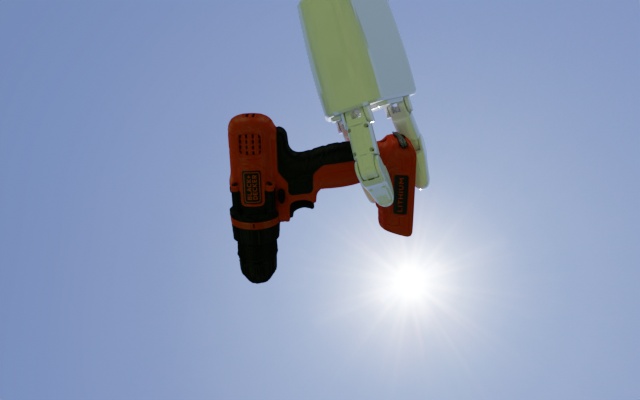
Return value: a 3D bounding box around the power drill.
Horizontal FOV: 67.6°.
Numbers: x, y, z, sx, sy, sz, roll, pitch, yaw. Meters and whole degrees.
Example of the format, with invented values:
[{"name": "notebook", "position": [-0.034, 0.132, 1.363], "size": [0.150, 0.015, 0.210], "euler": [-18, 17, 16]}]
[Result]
[{"name": "power drill", "position": [0.001, 0.001, 0.493], "size": [0.187, 0.184, 0.057], "euler": [-2, 23, -4]}]
